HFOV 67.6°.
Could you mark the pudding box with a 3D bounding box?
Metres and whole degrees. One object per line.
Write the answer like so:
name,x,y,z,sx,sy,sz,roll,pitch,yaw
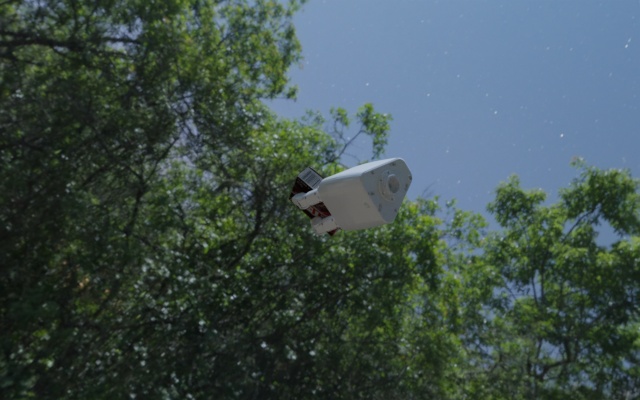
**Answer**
pudding box,0.000,0.003,0.870,0.039,0.113,0.090,-42,-11,-30
